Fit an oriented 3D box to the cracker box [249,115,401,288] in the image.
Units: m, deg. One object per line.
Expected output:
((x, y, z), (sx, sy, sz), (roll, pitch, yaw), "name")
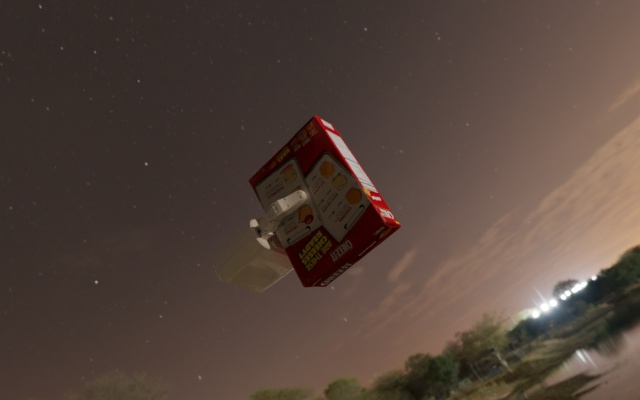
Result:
((0.000, 0.002, 0.749), (0.164, 0.213, 0.072), (-42, -27, 21), "cracker box")
